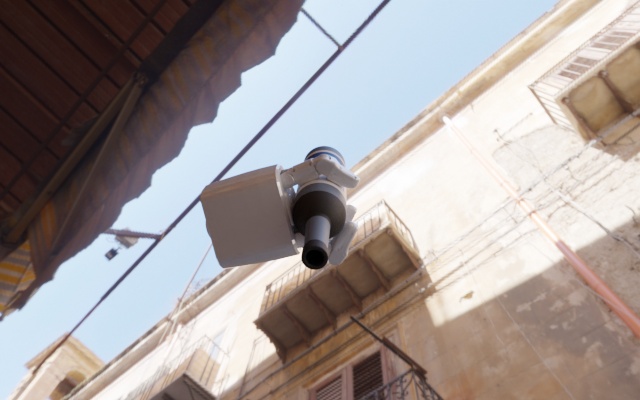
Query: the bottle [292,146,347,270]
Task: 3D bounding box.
[{"bbox_3d":[0.000,0.002,0.611,0.069,0.069,0.295,0,22,3],"label":"bottle"}]
